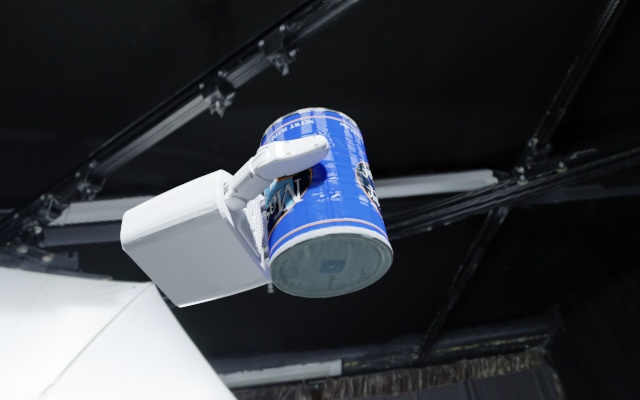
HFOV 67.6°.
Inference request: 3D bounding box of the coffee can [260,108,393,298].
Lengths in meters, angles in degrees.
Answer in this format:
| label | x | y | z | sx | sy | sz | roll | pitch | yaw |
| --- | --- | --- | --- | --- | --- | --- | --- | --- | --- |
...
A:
| label | x | y | z | sx | sy | sz | roll | pitch | yaw |
| --- | --- | --- | --- | --- | --- | --- | --- | --- | --- |
| coffee can | 0.000 | 0.001 | 0.432 | 0.103 | 0.140 | 0.103 | -6 | -37 | -5 |
